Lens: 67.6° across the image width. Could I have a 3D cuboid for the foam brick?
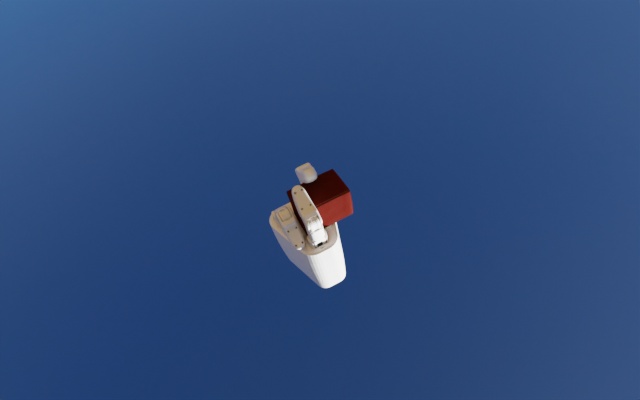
[{"bbox_3d":[0.000,0.002,0.679,0.078,0.053,0.051,-26,-41,-8],"label":"foam brick"}]
